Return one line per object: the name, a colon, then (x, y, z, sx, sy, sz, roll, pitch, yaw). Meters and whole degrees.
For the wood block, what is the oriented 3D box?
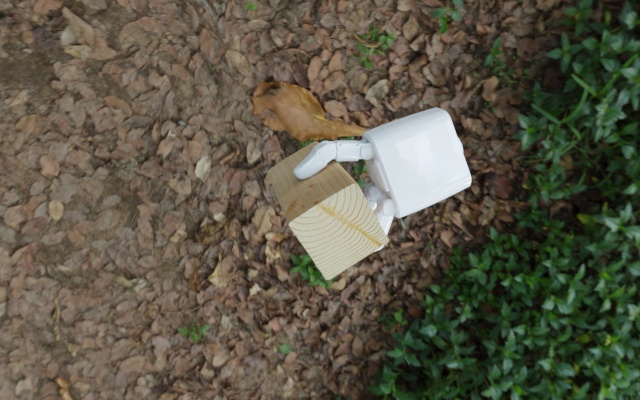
wood block: (0.000, 0.002, 0.631, 0.090, 0.091, 0.206, -32, 23, -1)
